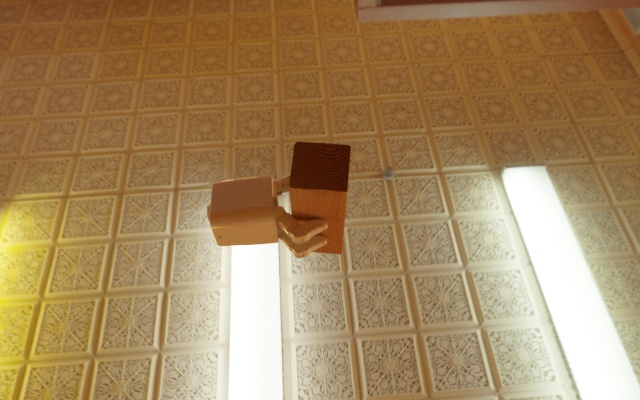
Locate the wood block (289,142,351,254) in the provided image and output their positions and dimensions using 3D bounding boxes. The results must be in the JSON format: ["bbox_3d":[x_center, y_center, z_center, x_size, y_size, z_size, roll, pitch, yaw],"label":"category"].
[{"bbox_3d":[0.000,0.002,0.806,0.090,0.090,0.206,4,-32,2],"label":"wood block"}]
